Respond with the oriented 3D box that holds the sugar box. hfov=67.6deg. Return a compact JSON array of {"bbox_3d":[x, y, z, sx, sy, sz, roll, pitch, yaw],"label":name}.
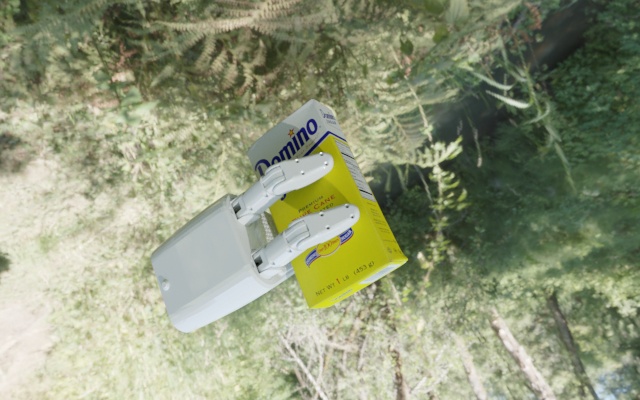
[{"bbox_3d":[0.000,0.002,0.451,0.093,0.176,0.048,-34,-21,22],"label":"sugar box"}]
